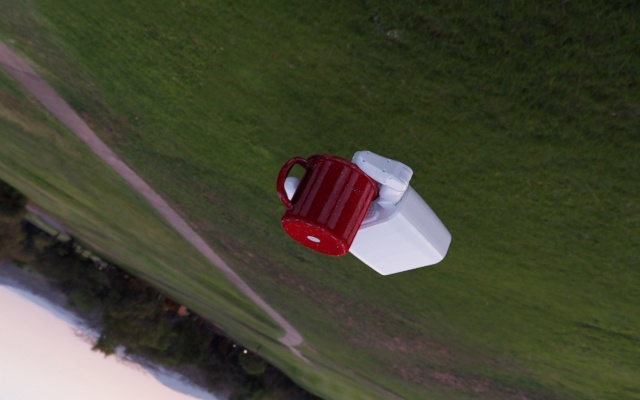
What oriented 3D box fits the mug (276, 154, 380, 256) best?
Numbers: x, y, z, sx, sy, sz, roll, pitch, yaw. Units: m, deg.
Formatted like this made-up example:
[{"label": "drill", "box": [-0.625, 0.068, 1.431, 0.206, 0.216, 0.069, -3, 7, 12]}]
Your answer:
[{"label": "mug", "box": [-0.001, 0.001, 0.523, 0.117, 0.081, 0.093, 40, -26, -29]}]
